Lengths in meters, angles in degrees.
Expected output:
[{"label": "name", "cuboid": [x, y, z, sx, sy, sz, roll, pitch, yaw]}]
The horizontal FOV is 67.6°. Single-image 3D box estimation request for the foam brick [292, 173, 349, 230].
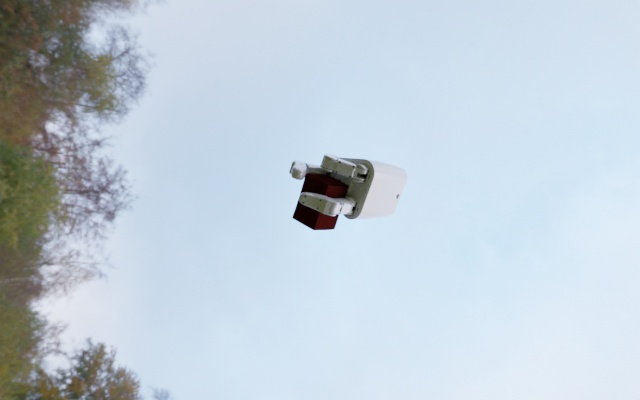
[{"label": "foam brick", "cuboid": [0.000, 0.003, 0.753, 0.053, 0.078, 0.051, 30, 18, 38]}]
